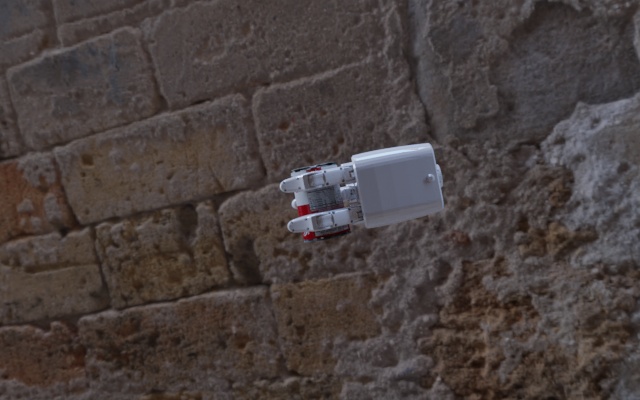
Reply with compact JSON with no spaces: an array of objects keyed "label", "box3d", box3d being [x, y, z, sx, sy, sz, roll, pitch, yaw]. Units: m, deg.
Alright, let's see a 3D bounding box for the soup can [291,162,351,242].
[{"label":"soup can","box3d":[0.000,0.002,0.671,0.068,0.102,0.068,-11,1,0]}]
